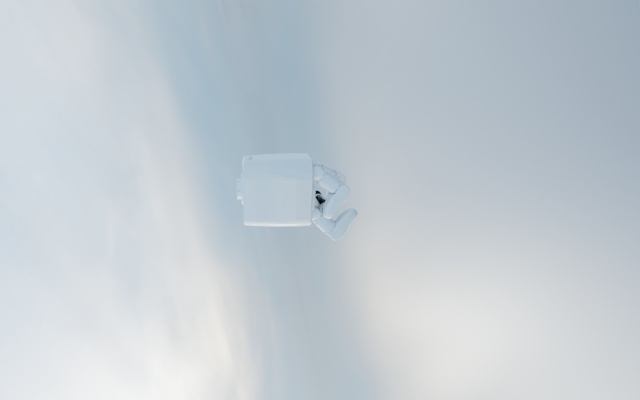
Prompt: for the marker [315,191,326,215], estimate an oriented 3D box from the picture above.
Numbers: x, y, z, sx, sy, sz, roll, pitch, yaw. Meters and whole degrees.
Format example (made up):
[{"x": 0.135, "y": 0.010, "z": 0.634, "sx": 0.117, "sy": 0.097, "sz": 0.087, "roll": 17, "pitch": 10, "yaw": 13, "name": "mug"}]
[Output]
[{"x": 0.000, "y": 0.003, "z": 0.806, "sx": 0.020, "sy": 0.020, "sz": 0.121, "roll": 0, "pitch": 12, "yaw": -8, "name": "marker"}]
